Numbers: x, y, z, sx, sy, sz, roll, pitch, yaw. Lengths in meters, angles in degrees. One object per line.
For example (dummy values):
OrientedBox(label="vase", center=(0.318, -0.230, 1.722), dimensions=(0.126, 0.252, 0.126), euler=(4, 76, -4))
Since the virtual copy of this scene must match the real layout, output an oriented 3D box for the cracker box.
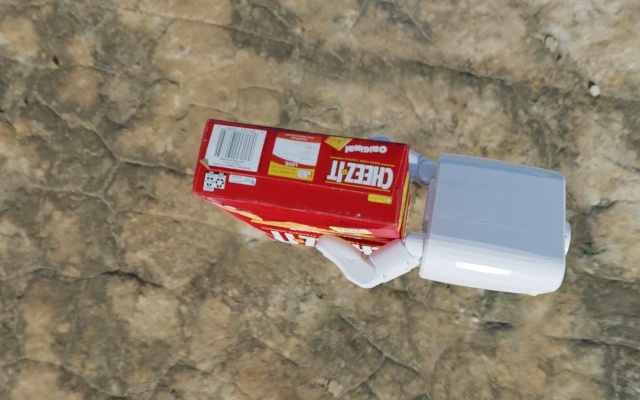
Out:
OrientedBox(label="cracker box", center=(0.000, 0.001, 0.456), dimensions=(0.164, 0.072, 0.214), euler=(9, -12, 12))
